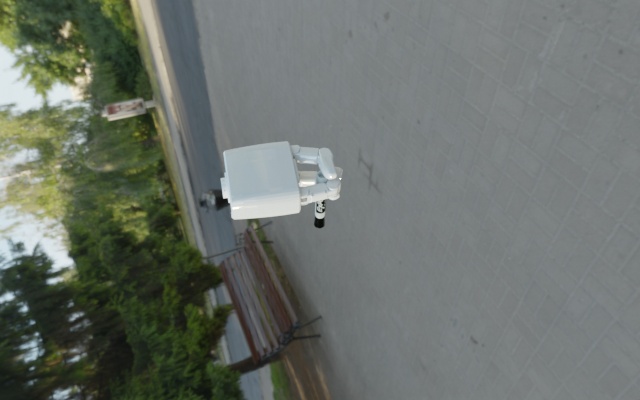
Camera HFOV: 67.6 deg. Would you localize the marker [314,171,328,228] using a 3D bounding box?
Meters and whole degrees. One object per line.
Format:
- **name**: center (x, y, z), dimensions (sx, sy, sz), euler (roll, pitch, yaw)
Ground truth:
- **marker**: center (0.000, 0.003, 0.794), dimensions (0.020, 0.121, 0.020), euler (2, 44, -2)
